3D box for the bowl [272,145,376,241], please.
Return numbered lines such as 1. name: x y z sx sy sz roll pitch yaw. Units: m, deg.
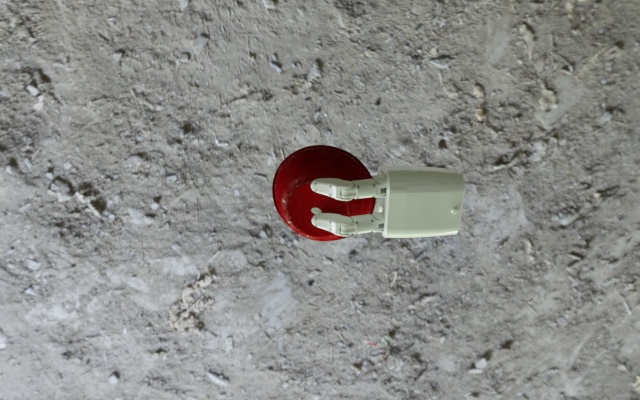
1. bowl: -0.001 0.003 0.707 0.162 0.162 0.055 0 26 11
